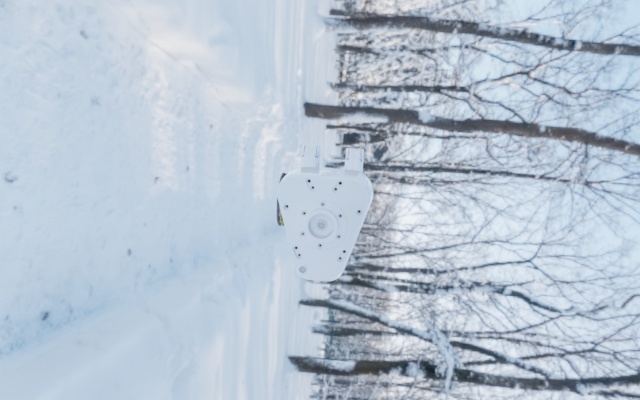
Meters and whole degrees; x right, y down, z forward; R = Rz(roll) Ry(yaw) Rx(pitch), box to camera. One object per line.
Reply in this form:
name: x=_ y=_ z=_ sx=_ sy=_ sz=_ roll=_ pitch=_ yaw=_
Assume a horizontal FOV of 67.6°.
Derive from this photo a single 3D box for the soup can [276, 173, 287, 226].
soup can: x=0.000 y=0.002 z=0.605 sx=0.102 sy=0.068 sz=0.068 roll=4 pitch=0 yaw=4
